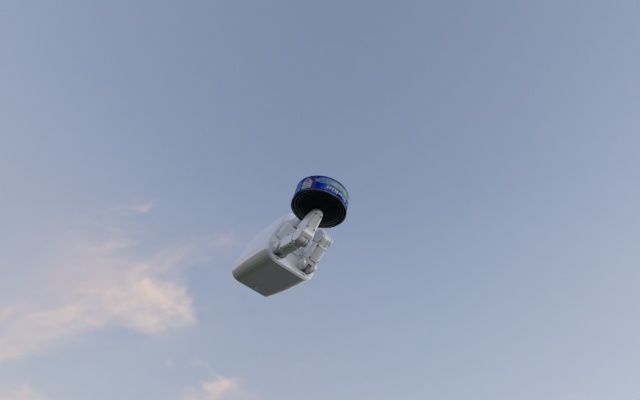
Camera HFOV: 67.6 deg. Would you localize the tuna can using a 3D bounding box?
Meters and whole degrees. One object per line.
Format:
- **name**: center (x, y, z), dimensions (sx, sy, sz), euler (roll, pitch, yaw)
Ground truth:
- **tuna can**: center (0.000, 0.002, 0.729), dimensions (0.086, 0.033, 0.086), euler (8, -42, 8)
